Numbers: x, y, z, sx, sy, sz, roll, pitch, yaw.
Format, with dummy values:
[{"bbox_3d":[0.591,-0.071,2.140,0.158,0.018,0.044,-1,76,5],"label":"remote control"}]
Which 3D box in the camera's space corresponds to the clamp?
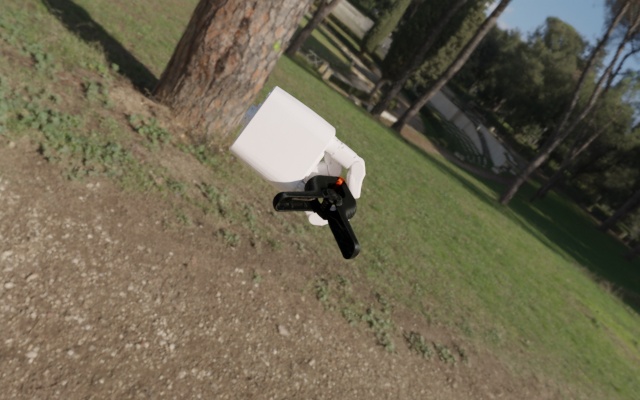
[{"bbox_3d":[0.001,0.002,0.629,0.120,0.039,0.171,37,21,-13],"label":"clamp"}]
